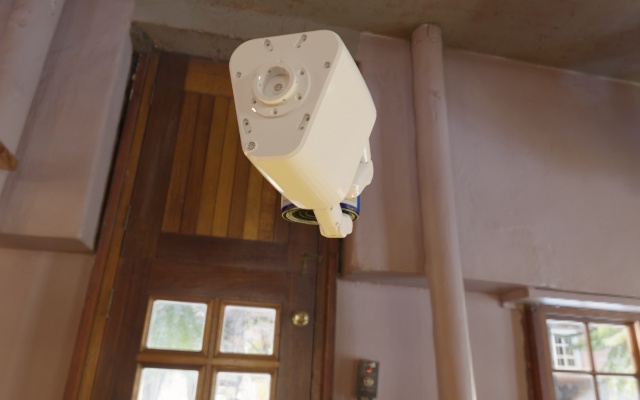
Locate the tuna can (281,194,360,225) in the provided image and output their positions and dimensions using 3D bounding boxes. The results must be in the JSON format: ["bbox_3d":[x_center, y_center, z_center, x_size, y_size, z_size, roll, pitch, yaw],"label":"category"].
[{"bbox_3d":[0.000,0.002,0.515,0.086,0.033,0.086,1,-16,0],"label":"tuna can"}]
